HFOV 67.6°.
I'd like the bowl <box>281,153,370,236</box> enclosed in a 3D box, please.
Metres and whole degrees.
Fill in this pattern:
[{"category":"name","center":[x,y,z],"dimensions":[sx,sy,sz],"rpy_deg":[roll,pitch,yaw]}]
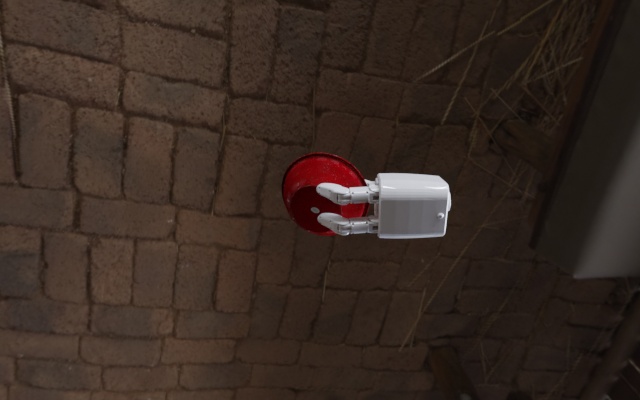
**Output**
[{"category":"bowl","center":[-0.001,0.003,0.816],"dimensions":[0.162,0.162,0.055],"rpy_deg":[0,28,19]}]
